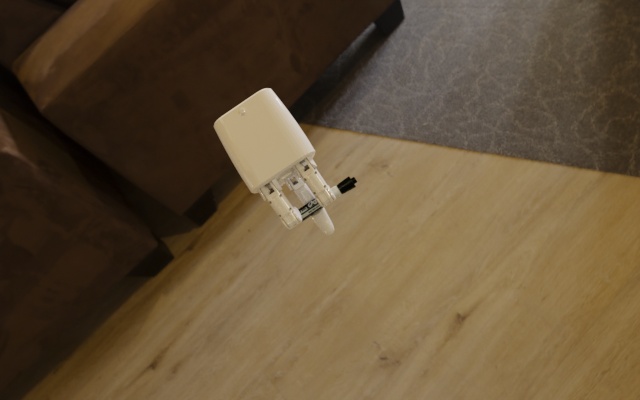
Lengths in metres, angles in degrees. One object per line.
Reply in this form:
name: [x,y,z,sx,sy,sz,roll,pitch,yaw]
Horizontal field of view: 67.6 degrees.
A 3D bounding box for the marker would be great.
marker: [0.000,0.002,0.690,0.121,0.020,0.020,-33,-3,5]
